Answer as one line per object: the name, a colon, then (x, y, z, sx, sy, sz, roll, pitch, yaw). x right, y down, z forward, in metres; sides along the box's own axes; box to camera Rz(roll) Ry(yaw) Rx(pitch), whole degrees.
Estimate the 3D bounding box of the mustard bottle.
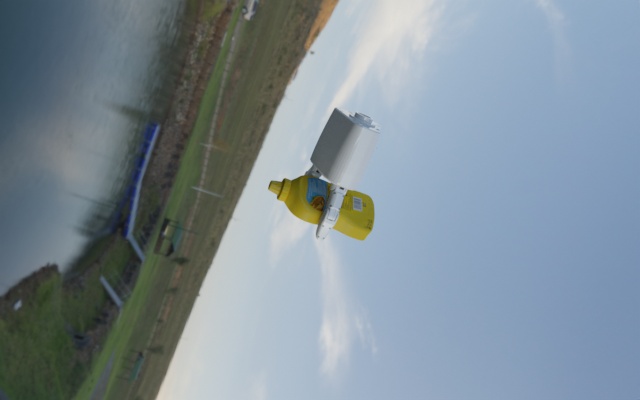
mustard bottle: (0.000, 0.003, 0.845, 0.191, 0.096, 0.058, 19, -47, -15)
